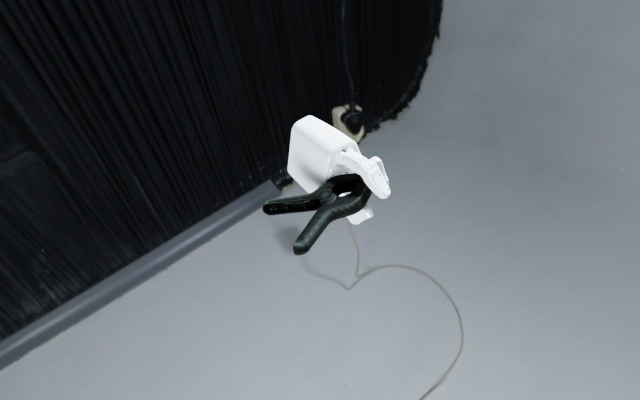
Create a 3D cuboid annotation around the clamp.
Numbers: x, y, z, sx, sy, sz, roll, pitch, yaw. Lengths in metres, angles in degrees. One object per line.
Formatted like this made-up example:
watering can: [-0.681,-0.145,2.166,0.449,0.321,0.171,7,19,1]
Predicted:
clamp: [0.000,0.002,0.703,0.171,0.039,0.120,-33,50,-22]
